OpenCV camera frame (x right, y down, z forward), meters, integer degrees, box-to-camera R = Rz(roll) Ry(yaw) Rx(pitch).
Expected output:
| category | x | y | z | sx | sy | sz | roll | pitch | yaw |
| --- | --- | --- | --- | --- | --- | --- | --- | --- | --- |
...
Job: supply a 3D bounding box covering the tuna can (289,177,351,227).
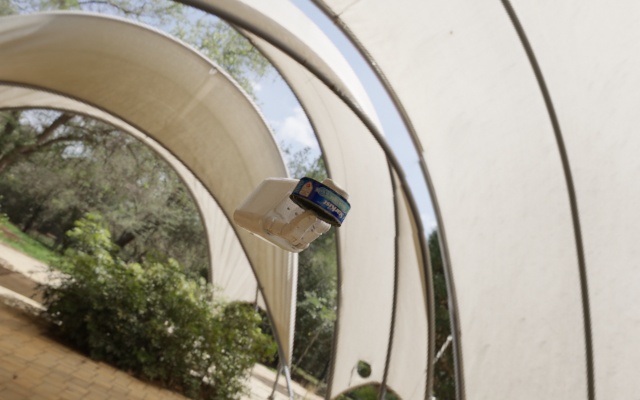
| category | x | y | z | sx | sy | sz | roll | pitch | yaw |
| --- | --- | --- | --- | --- | --- | --- | --- | --- | --- |
| tuna can | 0.000 | 0.002 | 0.683 | 0.086 | 0.033 | 0.086 | 30 | -11 | 6 |
